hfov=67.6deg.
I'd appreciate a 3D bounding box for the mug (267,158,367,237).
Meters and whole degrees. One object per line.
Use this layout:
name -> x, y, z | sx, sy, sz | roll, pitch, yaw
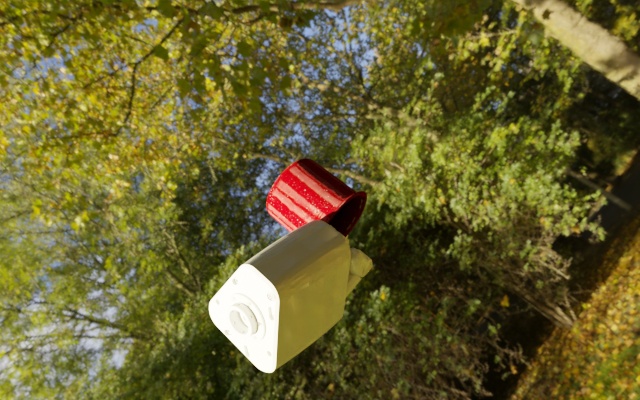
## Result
mug -> 0.001, 0.001, 0.556 | 0.081, 0.093, 0.117 | 38, 37, 20
